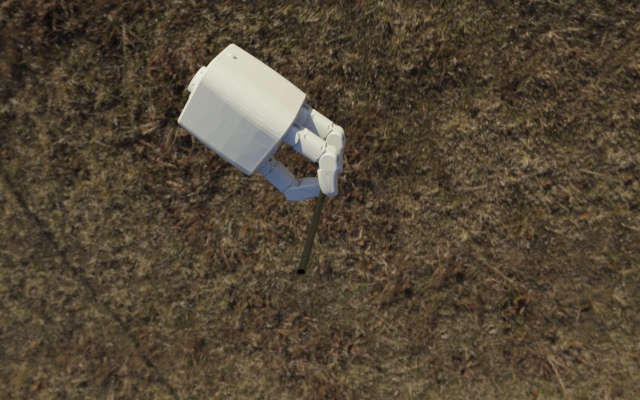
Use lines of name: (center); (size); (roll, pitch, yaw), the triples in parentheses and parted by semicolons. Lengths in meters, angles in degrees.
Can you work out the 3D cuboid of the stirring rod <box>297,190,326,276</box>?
stirring rod: (0.000, 0.002, 0.545); (0.011, 0.011, 0.239); (0, 33, 10)
